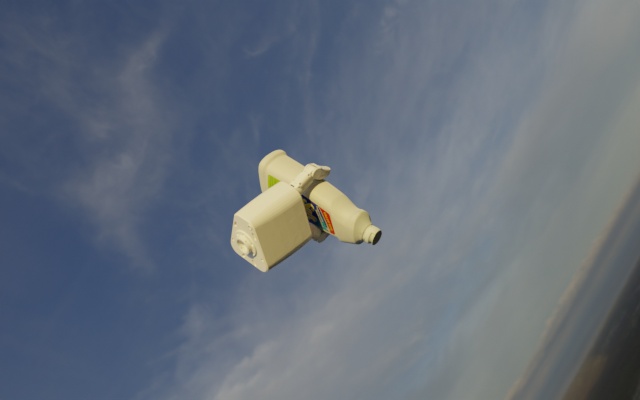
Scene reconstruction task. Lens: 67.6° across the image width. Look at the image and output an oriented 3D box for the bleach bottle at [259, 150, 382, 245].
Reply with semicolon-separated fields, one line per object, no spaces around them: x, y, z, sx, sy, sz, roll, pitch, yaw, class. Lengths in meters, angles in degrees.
0.000;0.003;0.856;0.250;0.103;0.068;29;51;30;bleach bottle
